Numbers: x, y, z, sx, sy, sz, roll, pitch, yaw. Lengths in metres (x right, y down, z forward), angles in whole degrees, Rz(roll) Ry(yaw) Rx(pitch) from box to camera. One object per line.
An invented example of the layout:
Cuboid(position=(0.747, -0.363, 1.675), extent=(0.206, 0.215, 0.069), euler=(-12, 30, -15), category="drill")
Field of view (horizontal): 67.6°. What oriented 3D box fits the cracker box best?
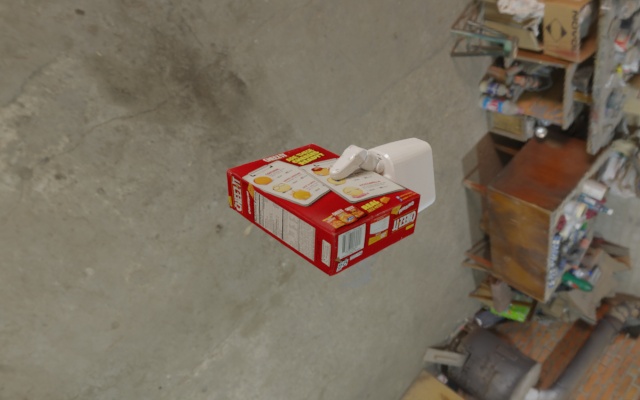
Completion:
Cuboid(position=(0.000, 0.002, 0.654), extent=(0.164, 0.072, 0.213), euler=(-22, 37, -38), category="cracker box")
